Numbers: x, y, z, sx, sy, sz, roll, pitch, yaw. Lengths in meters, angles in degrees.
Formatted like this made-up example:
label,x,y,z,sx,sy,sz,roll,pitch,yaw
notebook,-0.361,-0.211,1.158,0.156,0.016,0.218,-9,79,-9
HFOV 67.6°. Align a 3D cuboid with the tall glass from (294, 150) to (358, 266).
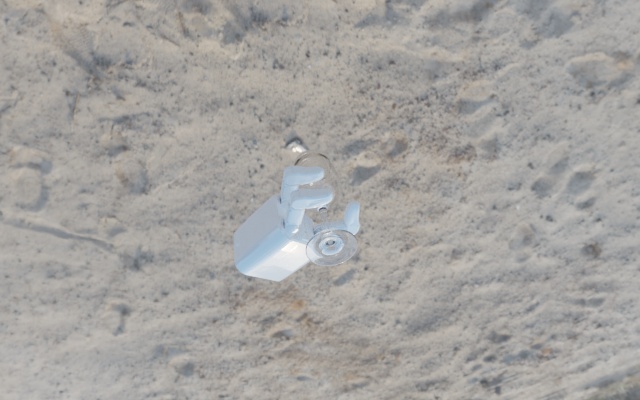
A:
label,x,y,z,sx,sy,sz,roll,pitch,yaw
tall glass,0.000,0.003,0.741,0.079,0.079,0.200,0,41,-12
